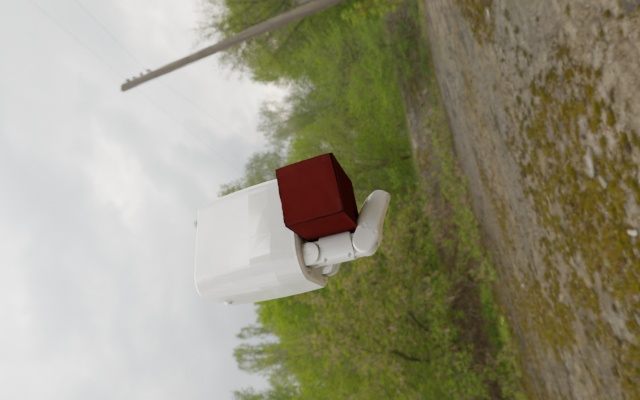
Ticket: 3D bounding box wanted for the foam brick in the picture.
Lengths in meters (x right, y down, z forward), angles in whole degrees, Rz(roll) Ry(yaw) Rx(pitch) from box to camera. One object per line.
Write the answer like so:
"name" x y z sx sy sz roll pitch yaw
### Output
"foam brick" 0.000 0.001 0.415 0.051 0.053 0.078 -14 -20 11
